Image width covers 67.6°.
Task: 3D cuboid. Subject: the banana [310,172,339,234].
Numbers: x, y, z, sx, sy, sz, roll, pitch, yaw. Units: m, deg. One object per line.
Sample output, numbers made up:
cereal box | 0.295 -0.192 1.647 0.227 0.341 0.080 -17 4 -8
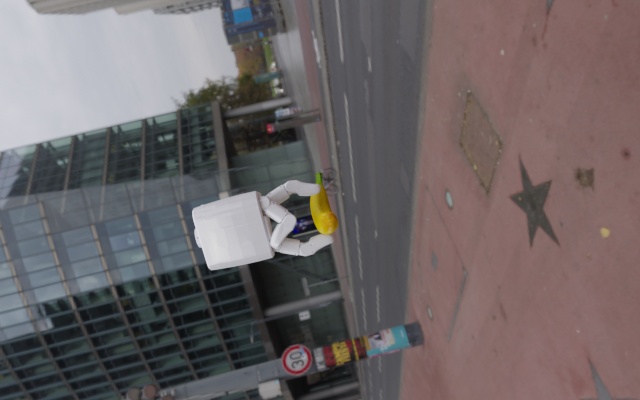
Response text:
banana | 0.003 0.018 0.818 0.037 0.070 0.197 -13 25 -3
